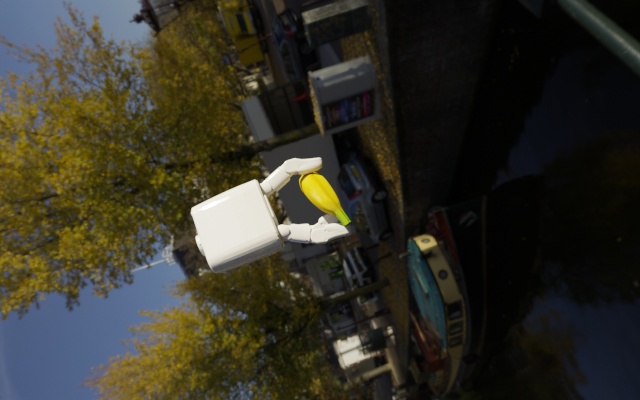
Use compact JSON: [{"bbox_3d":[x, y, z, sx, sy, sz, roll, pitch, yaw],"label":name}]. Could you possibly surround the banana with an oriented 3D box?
[{"bbox_3d":[-0.006,-0.013,0.740,0.037,0.070,0.197,-26,19,-5],"label":"banana"}]
